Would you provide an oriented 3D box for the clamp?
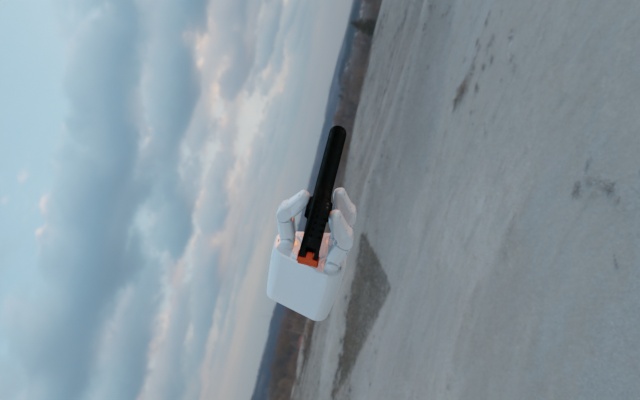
[{"bbox_3d":[-0.001,0.002,0.670,0.036,0.165,0.209,14,36,-1],"label":"clamp"}]
